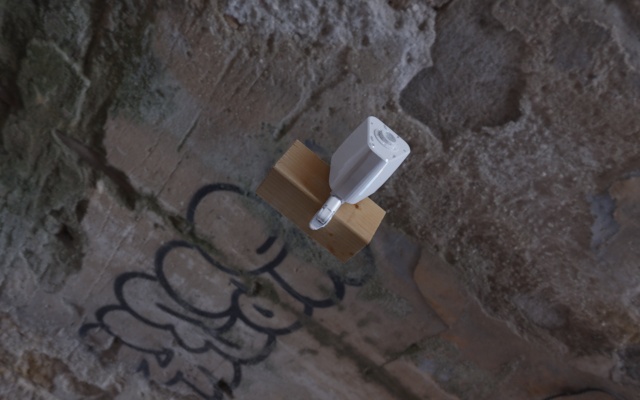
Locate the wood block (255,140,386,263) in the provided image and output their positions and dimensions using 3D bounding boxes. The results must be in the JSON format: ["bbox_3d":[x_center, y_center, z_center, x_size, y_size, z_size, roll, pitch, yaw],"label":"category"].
[{"bbox_3d":[0.000,0.003,0.854,0.090,0.206,0.090,-47,6,47],"label":"wood block"}]
